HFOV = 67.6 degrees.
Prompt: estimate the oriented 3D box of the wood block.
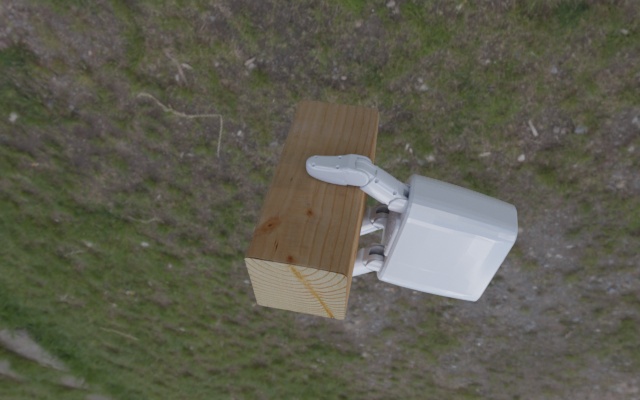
[{"bbox_3d":[0.000,0.002,0.490,0.090,0.206,0.091,9,-37,8],"label":"wood block"}]
